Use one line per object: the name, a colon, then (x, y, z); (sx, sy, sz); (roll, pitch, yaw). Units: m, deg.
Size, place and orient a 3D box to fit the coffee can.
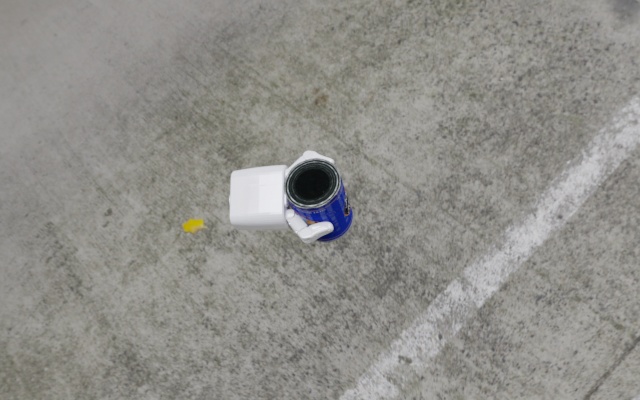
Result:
coffee can: (0.000, 0.003, 0.882); (0.103, 0.102, 0.140); (0, -29, 14)
